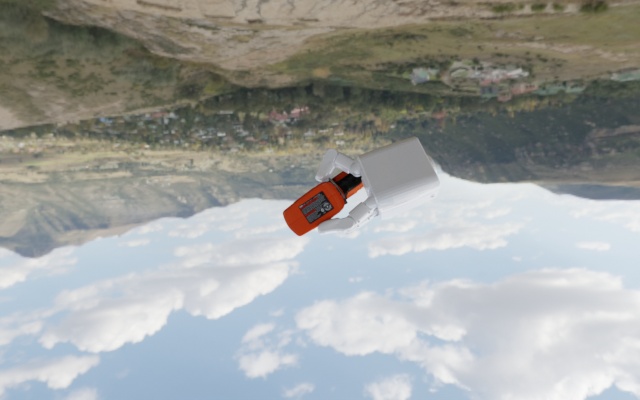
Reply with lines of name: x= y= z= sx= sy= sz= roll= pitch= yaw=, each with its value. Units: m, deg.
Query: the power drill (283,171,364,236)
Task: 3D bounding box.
power drill: x=0.000 y=0.003 z=0.857 sx=0.184 sy=0.057 sz=0.187 roll=-36 pitch=2 yaw=21
